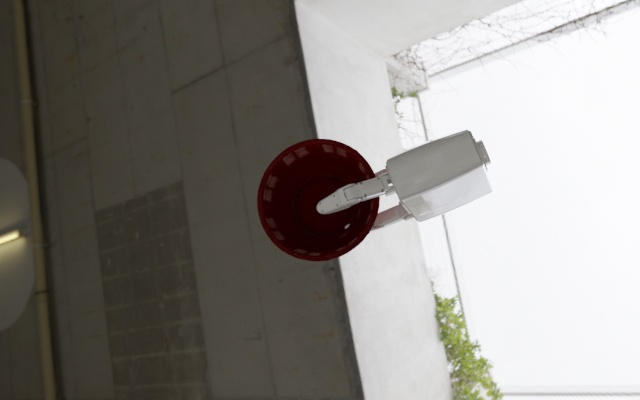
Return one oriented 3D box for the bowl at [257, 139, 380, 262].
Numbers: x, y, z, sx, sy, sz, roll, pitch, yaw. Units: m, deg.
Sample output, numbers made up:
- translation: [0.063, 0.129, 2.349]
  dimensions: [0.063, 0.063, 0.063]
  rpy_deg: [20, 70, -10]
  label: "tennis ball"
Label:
- translation: [-0.001, 0.002, 0.640]
  dimensions: [0.162, 0.162, 0.055]
  rpy_deg: [0, -10, 11]
  label: "bowl"
